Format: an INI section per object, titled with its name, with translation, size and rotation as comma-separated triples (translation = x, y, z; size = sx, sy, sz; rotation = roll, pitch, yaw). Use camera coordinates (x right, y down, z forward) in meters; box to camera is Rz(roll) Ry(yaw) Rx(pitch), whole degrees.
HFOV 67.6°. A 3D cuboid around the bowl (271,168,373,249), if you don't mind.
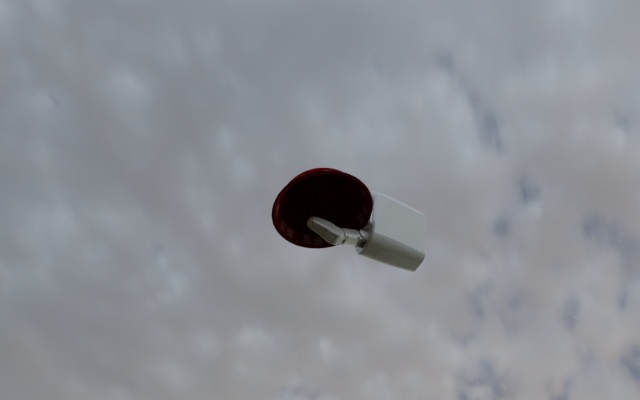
[bowl]
translation = -0.001, 0.002, 0.768
size = 0.162, 0.162, 0.055
rotation = 0, 40, -11
